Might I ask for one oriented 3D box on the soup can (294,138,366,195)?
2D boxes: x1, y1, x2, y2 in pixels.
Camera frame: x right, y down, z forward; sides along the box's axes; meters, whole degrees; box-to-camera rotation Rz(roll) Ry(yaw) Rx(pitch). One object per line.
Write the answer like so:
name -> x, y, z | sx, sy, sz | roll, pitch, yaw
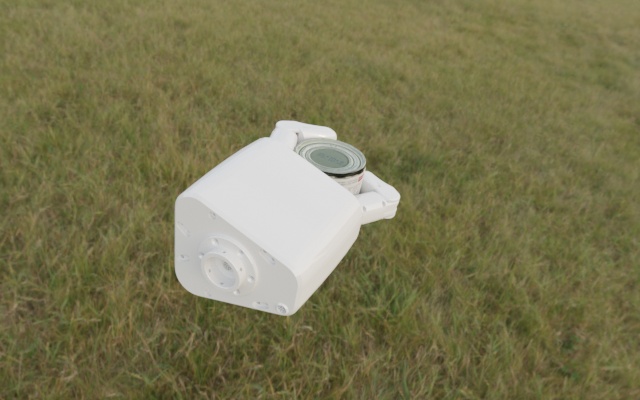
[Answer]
soup can -> 0.000, 0.001, 0.448 | 0.068, 0.102, 0.068 | 8, 33, -5
